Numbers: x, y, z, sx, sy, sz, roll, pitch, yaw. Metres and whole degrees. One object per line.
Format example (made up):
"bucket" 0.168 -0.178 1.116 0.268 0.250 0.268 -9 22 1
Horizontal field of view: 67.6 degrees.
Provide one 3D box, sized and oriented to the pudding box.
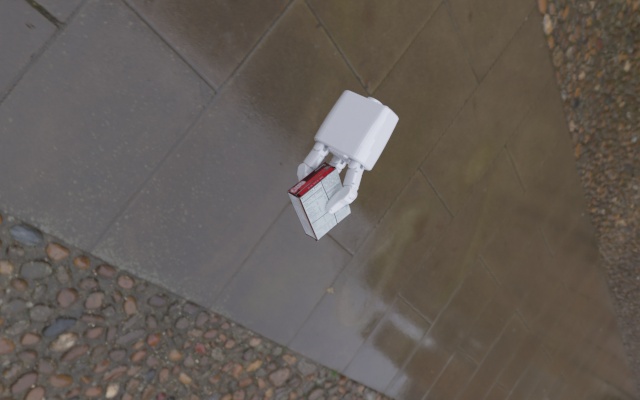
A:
"pudding box" 0.000 0.003 0.838 0.090 0.114 0.039 -39 41 -20
